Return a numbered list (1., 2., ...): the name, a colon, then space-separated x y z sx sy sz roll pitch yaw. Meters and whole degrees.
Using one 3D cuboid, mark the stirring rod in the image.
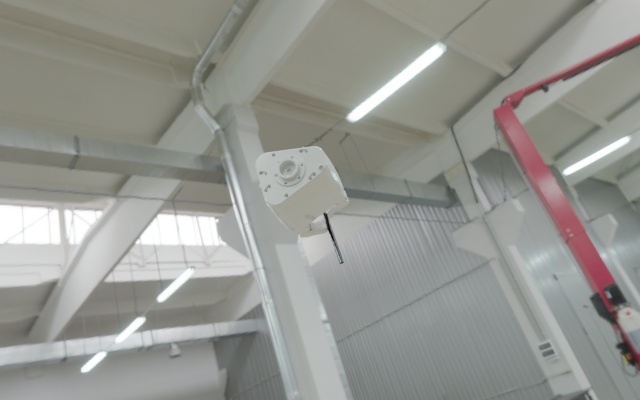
1. stirring rod: 0.000 0.003 0.858 0.011 0.239 0.011 -16 -25 -8
